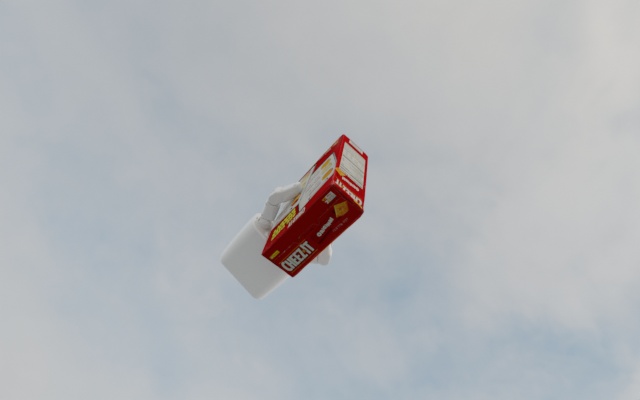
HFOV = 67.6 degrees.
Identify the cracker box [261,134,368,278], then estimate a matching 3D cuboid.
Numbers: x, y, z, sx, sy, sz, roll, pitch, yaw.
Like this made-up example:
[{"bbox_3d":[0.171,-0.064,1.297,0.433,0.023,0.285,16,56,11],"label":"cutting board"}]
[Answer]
[{"bbox_3d":[0.000,0.002,0.776,0.072,0.164,0.213,39,25,-12],"label":"cracker box"}]
